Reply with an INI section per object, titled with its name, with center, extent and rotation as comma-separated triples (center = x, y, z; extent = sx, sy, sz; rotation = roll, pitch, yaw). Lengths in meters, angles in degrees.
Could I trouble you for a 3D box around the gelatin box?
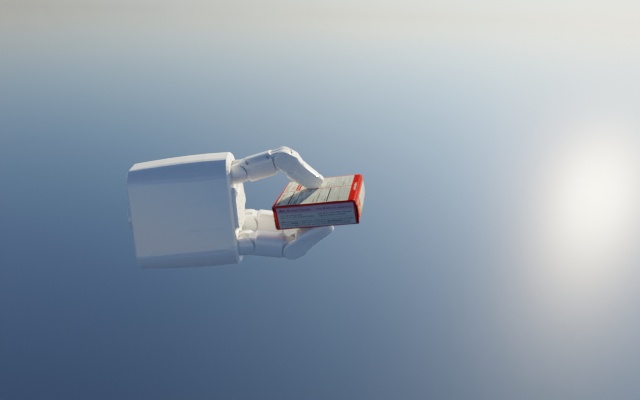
[gelatin box]
center = 0.000, 0.001, 0.512
extent = 0.089, 0.030, 0.073
rotation = -6, 22, 13
